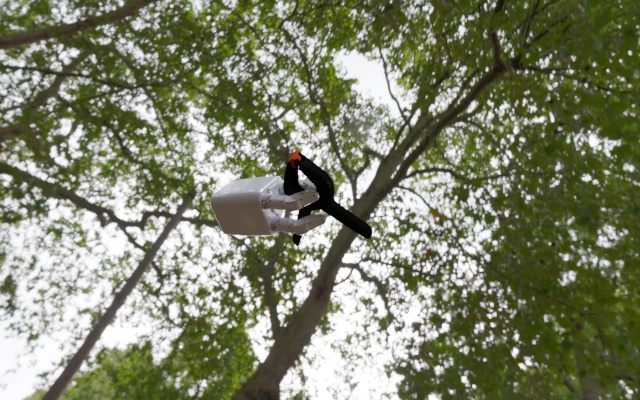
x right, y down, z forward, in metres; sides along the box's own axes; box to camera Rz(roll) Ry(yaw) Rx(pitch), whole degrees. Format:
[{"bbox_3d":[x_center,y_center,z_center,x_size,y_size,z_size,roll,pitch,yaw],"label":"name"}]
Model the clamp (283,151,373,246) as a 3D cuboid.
[{"bbox_3d":[0.000,0.002,0.867,0.164,0.210,0.036,-3,38,19],"label":"clamp"}]
